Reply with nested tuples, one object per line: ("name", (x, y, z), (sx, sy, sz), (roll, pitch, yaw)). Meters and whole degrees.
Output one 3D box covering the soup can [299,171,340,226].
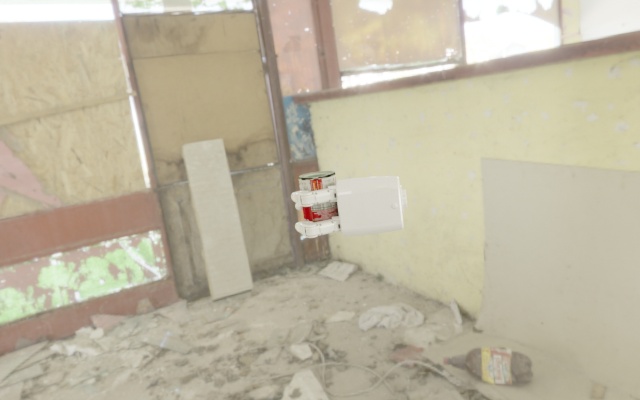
("soup can", (0.000, 0.003, 0.855), (0.068, 0.102, 0.068), (-7, 11, 1))
